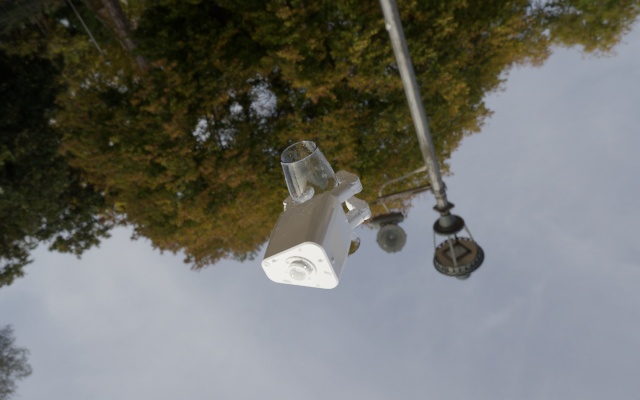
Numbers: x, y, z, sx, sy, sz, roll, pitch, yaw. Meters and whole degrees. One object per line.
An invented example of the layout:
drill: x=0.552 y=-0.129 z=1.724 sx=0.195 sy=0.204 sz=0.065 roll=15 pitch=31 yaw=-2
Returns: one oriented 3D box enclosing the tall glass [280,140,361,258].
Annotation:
tall glass: x=0.000 y=0.003 z=0.773 sx=0.079 sy=0.201 sz=0.079 roll=-17 pitch=33 yaw=11
